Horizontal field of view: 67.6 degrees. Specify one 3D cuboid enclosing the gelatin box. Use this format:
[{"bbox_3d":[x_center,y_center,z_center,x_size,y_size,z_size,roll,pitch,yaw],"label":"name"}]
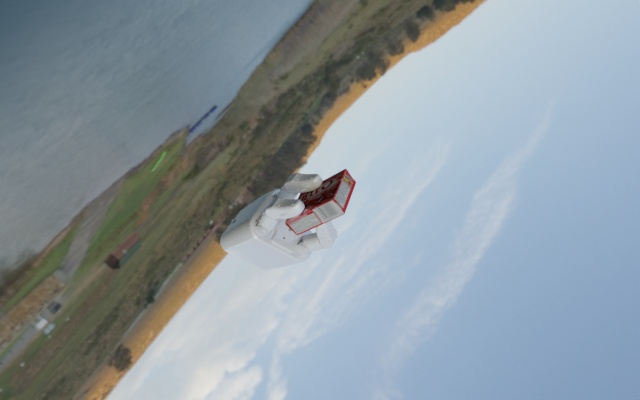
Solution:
[{"bbox_3d":[0.001,0.002,0.655,0.089,0.030,0.073,-26,24,34],"label":"gelatin box"}]
